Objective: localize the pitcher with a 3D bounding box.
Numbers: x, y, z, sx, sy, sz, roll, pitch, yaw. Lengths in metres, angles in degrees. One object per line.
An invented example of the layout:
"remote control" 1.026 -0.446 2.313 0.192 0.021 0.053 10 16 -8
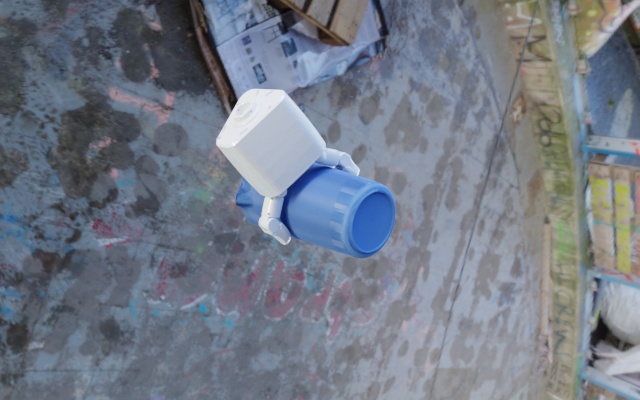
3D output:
"pitcher" 0.000 0.002 0.740 0.243 0.149 0.145 17 -24 46
